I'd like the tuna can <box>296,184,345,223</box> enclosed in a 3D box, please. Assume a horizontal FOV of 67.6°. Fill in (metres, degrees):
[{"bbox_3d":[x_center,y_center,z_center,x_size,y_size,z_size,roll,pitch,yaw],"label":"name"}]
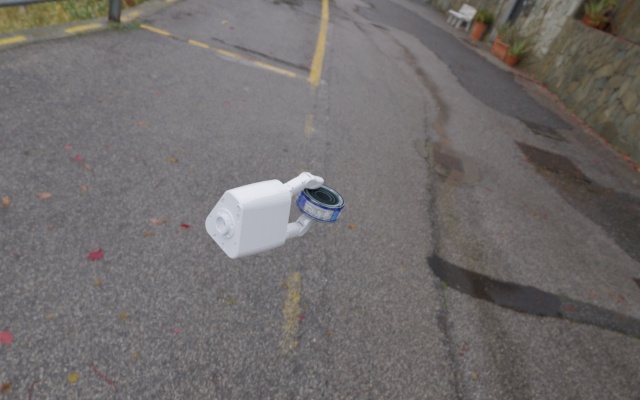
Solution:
[{"bbox_3d":[0.000,0.002,0.871,0.086,0.034,0.086,19,27,-10],"label":"tuna can"}]
